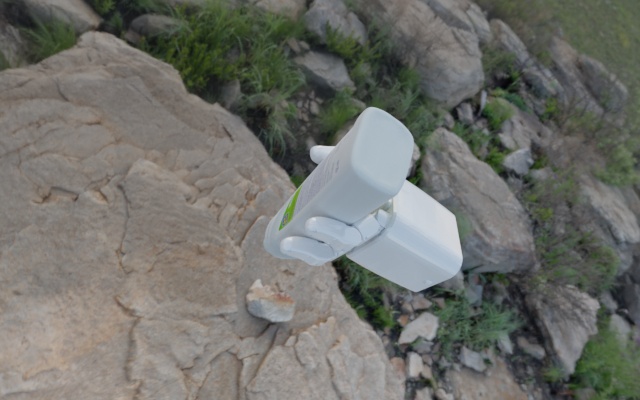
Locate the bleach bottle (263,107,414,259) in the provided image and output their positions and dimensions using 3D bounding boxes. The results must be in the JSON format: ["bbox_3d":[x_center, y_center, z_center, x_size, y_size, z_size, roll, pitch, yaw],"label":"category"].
[{"bbox_3d":[0.000,0.002,0.560,0.068,0.102,0.251,32,-38,-15],"label":"bleach bottle"}]
